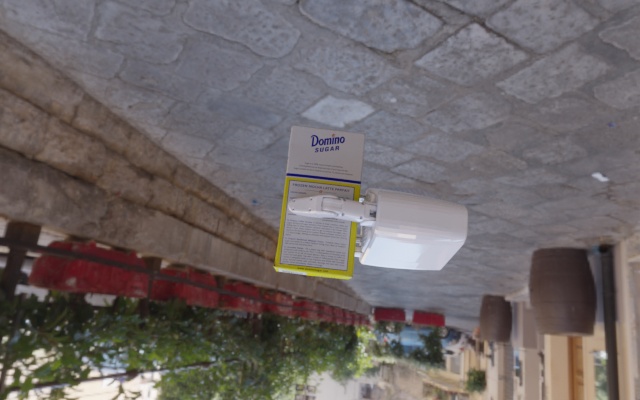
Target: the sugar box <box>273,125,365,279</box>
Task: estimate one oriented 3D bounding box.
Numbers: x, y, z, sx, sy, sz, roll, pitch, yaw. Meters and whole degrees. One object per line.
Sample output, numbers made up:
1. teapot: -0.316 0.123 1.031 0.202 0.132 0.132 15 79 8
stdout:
1. sugar box: 0.000 0.002 0.580 0.093 0.176 0.048 7 -14 -2
